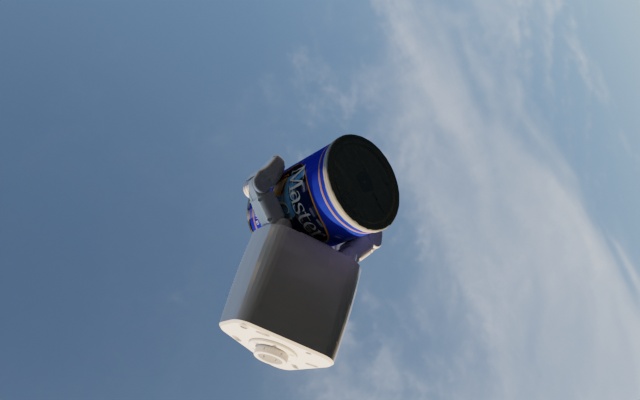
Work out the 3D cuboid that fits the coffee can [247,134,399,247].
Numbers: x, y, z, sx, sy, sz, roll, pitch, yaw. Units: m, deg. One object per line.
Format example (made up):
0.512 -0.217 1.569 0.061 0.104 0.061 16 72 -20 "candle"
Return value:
0.000 0.001 0.524 0.103 0.102 0.140 0 -17 -43 "coffee can"
